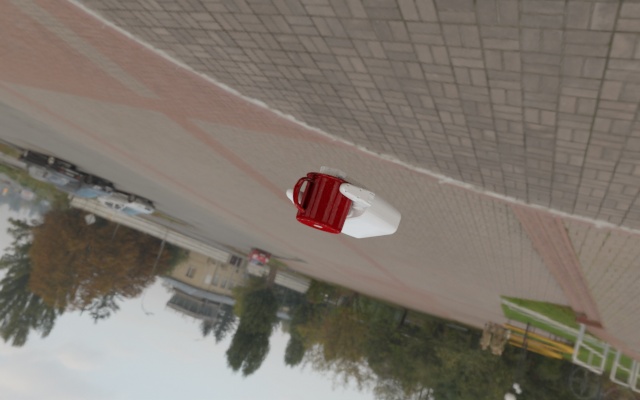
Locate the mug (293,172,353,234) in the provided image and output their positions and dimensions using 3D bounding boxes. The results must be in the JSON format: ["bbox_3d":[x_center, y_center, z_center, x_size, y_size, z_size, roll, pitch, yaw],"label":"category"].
[{"bbox_3d":[-0.001,0.002,0.799,0.093,0.081,0.117,8,-15,47],"label":"mug"}]
